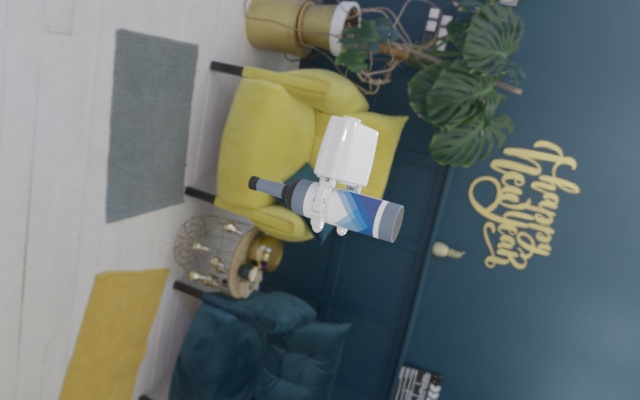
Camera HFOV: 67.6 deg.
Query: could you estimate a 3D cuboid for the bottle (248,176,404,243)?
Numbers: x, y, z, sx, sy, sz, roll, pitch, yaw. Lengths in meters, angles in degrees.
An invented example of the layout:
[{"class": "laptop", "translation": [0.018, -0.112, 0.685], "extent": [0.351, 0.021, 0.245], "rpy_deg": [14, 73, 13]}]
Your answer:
[{"class": "bottle", "translation": [0.000, 0.003, 0.871], "extent": [0.295, 0.069, 0.069], "rpy_deg": [16, 5, 20]}]
